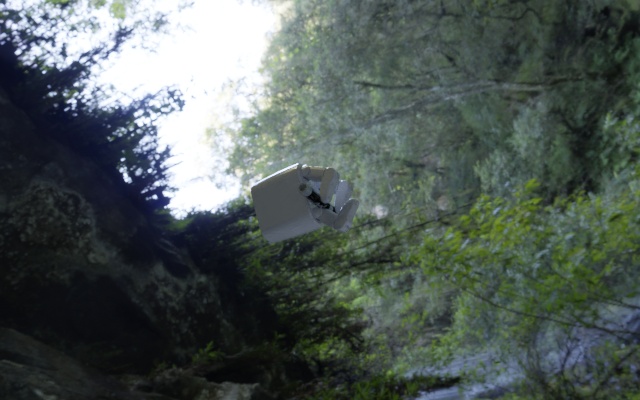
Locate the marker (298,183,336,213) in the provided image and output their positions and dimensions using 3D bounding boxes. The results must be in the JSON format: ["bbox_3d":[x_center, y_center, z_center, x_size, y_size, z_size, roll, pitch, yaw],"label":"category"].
[{"bbox_3d":[0.000,0.003,0.805,0.020,0.020,0.121,0,-22,31],"label":"marker"}]
